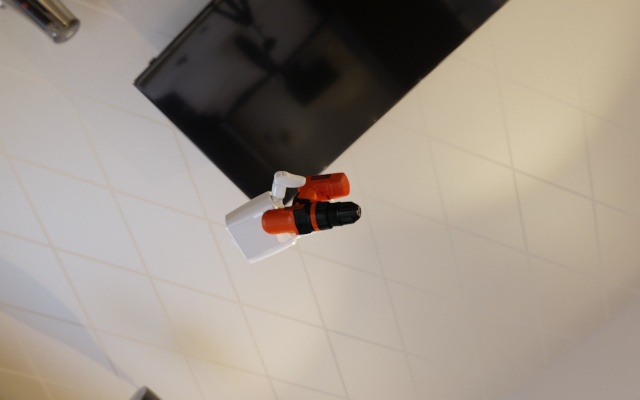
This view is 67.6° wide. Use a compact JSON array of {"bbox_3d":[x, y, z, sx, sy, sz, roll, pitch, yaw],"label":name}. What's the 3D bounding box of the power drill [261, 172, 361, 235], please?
[{"bbox_3d":[0.000,0.003,0.899,0.184,0.057,0.187,-6,19,19],"label":"power drill"}]
